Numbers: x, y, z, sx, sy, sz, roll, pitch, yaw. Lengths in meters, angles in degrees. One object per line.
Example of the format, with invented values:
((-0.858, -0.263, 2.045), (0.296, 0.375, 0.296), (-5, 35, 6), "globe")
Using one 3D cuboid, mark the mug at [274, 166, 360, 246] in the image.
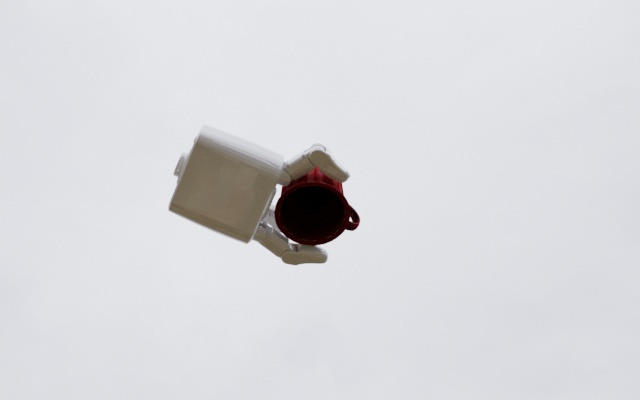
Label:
((0.001, 0.002, 0.618), (0.117, 0.093, 0.081), (24, 28, -15), "mug")
